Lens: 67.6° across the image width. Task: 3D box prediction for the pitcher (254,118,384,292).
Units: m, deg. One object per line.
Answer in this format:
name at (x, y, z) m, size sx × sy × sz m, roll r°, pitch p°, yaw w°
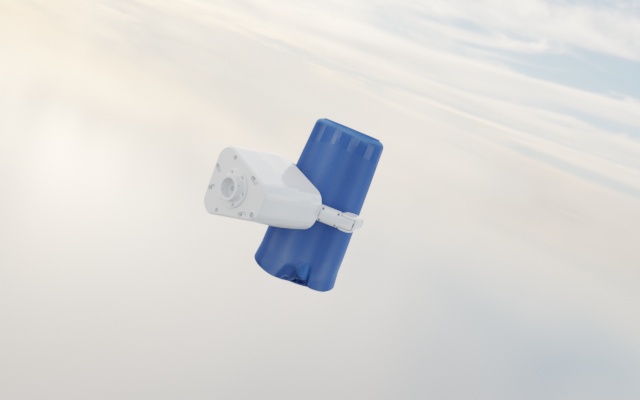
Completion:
pitcher at (0.000, 0.002, 0.734) m, size 0.149 × 0.243 × 0.145 m, roll 30°, pitch 12°, yaw 36°
